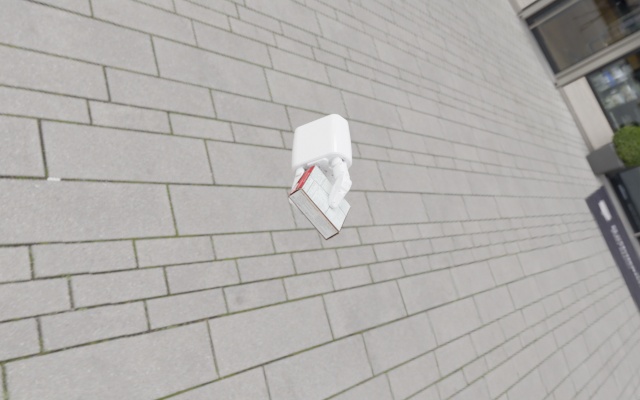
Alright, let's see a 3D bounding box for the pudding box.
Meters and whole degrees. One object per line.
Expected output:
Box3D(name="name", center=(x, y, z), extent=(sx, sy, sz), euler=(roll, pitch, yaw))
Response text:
Box3D(name="pudding box", center=(0.000, 0.003, 0.876), extent=(0.039, 0.113, 0.090), euler=(-32, 16, 34))
